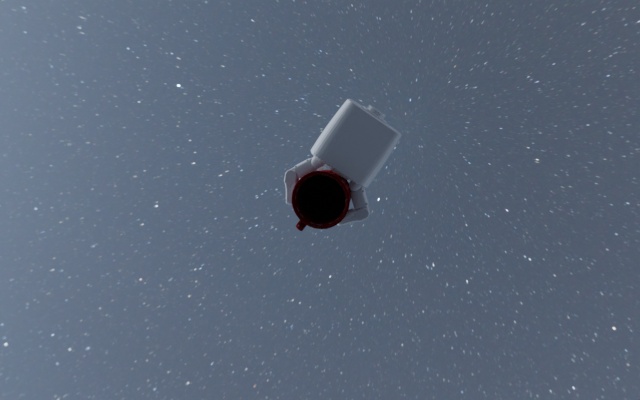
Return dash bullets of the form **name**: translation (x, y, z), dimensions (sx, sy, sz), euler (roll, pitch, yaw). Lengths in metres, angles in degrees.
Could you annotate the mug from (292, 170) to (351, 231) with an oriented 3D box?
- **mug**: translation (-0.001, 0.004, 0.789), dimensions (0.093, 0.117, 0.081), euler (36, 14, 3)
